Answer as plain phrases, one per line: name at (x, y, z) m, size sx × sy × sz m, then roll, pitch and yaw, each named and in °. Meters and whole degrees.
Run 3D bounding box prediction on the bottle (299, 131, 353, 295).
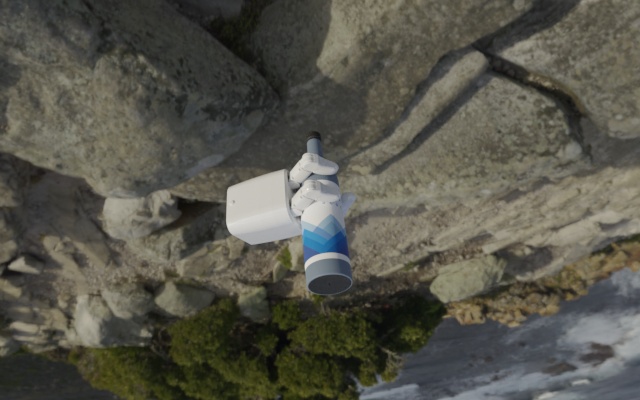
bottle at (0.000, 0.003, 0.765) m, size 0.069 × 0.295 × 0.069 m, roll -4°, pitch -37°, yaw -3°
